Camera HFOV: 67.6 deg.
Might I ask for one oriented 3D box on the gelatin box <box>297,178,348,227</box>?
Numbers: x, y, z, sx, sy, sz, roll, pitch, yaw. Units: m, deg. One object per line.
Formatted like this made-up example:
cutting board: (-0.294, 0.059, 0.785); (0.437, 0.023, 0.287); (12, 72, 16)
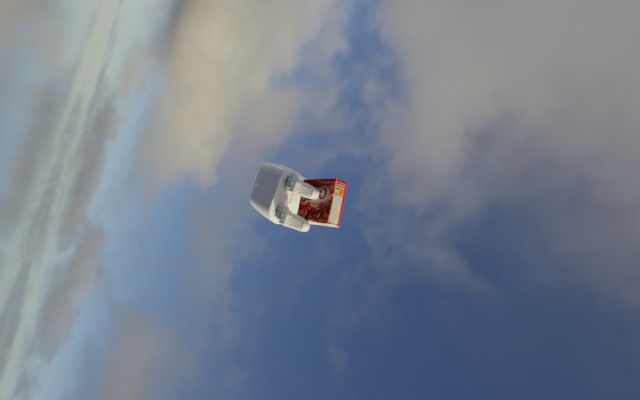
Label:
gelatin box: (0.001, 0.003, 0.777); (0.030, 0.073, 0.089); (17, -9, -37)
